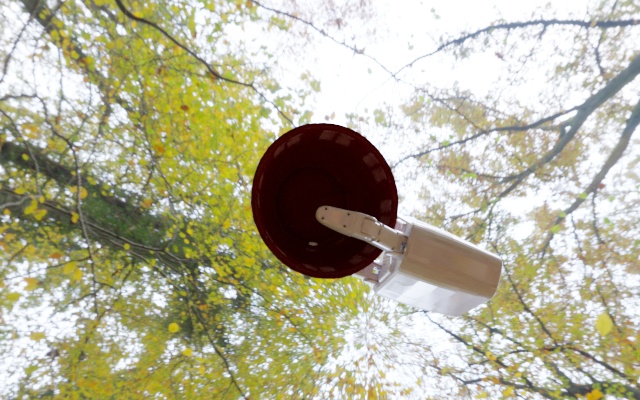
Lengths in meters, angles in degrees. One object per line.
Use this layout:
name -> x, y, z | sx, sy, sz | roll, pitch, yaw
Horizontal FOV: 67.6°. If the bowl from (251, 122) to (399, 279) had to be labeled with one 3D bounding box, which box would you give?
bowl -> -0.001, 0.001, 0.512 | 0.162, 0.162, 0.055 | 0, -6, -20
